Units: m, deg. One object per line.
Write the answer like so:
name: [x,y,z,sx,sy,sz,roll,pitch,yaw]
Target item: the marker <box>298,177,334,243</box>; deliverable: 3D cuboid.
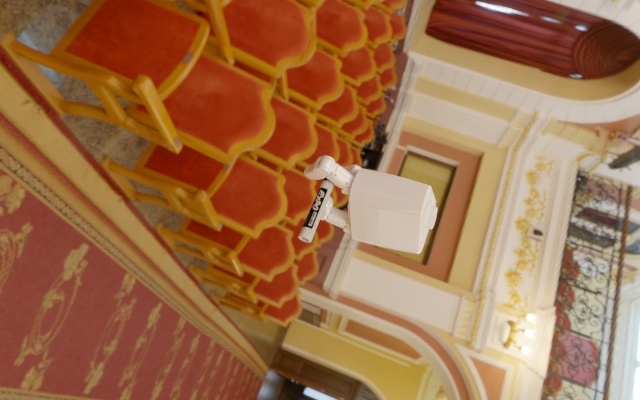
marker: [0.000,0.002,0.672,0.020,0.121,0.020,19,-23,9]
